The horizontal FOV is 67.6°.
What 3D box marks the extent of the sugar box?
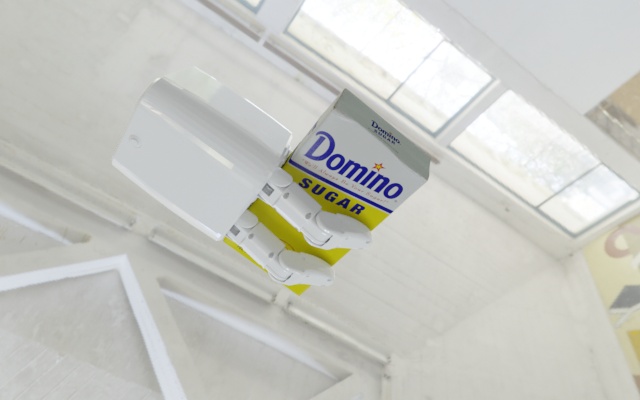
[{"bbox_3d":[0.000,0.002,0.411,0.093,0.176,0.048,37,36,-9],"label":"sugar box"}]
